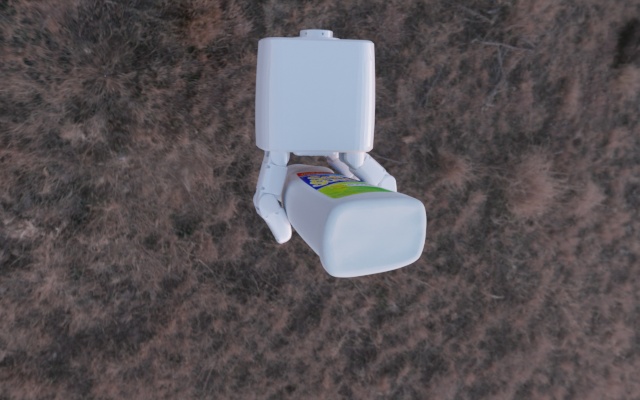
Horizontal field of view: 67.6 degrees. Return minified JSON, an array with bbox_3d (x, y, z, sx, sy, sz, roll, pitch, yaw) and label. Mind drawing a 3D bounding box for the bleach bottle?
[{"bbox_3d":[0.000,0.002,0.505,0.102,0.068,0.250,-5,15,-23],"label":"bleach bottle"}]
